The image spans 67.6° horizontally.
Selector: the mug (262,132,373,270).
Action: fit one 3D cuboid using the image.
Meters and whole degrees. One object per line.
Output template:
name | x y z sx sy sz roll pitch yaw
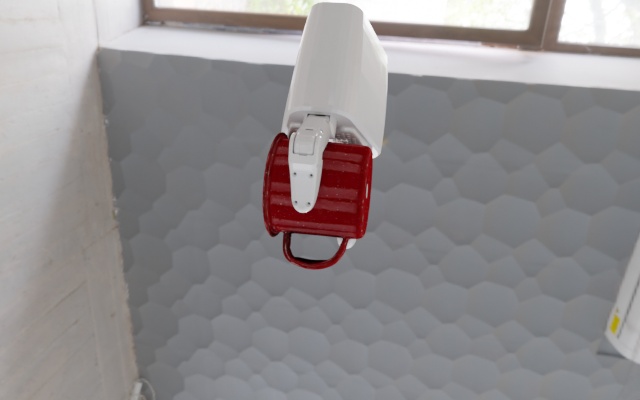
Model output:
mug | 0.000 0.003 0.414 0.081 0.117 0.093 6 -13 9
